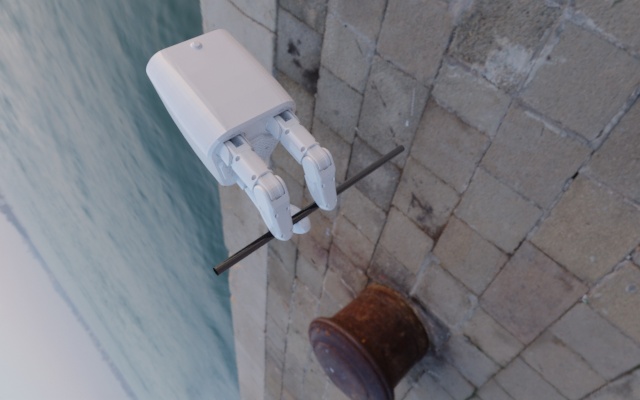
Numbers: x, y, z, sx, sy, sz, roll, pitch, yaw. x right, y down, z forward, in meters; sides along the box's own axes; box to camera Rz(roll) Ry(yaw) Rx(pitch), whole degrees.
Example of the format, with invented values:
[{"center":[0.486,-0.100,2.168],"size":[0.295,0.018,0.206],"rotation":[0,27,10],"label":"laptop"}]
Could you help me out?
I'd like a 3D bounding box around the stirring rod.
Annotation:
[{"center":[0.000,0.001,0.457],"size":[0.239,0.011,0.011],"rotation":[-34,18,-29],"label":"stirring rod"}]
